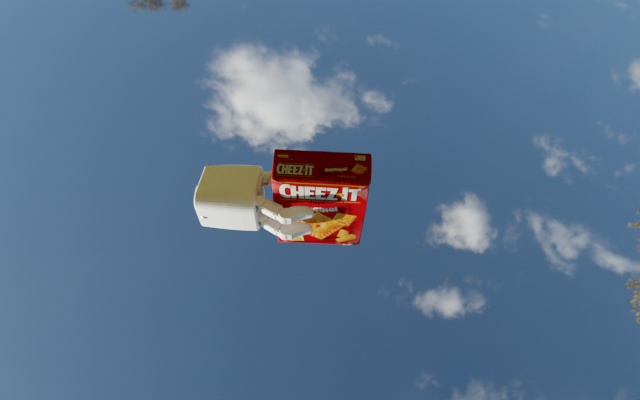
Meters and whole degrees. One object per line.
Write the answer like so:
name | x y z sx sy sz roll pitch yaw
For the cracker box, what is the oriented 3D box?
cracker box | 0.000 0.003 0.864 0.164 0.072 0.214 2 -33 0
